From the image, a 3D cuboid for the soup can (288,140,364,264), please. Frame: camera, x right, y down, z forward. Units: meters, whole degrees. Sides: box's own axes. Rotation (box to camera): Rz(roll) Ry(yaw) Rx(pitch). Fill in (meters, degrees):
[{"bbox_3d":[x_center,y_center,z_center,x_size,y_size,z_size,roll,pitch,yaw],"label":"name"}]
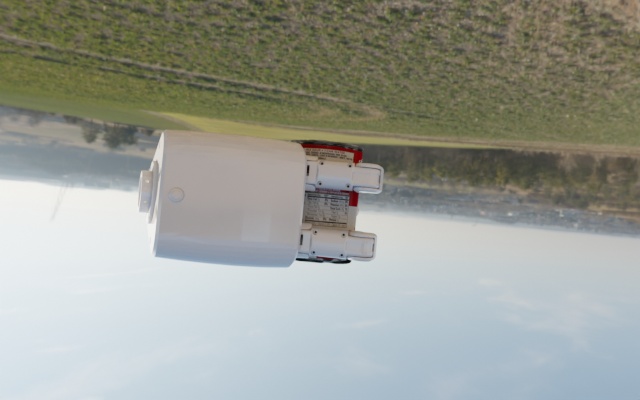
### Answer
[{"bbox_3d":[0.000,0.002,0.425,0.068,0.102,0.068,6,-1,0],"label":"soup can"}]
